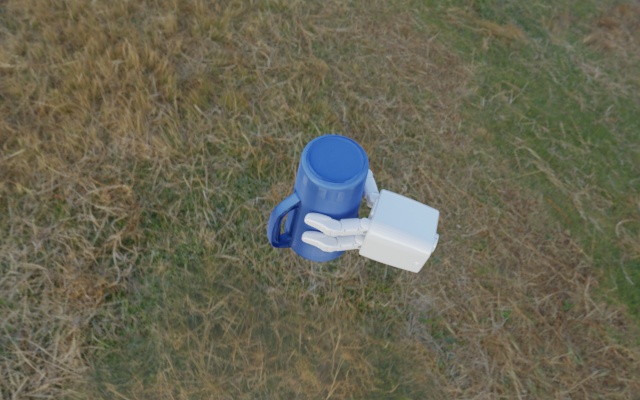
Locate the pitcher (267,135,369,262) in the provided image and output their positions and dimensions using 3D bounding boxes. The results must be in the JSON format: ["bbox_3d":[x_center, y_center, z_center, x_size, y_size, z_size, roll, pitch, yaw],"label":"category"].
[{"bbox_3d":[0.000,0.003,0.833,0.145,0.149,0.243,21,-32,6],"label":"pitcher"}]
